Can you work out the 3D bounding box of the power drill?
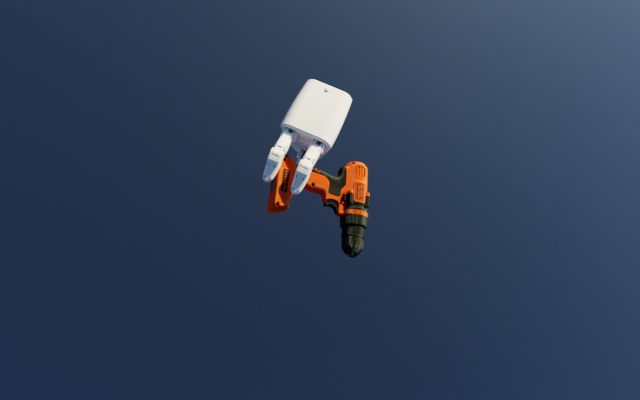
[{"bbox_3d":[0.000,0.002,0.871,0.187,0.184,0.057,12,-23,-20],"label":"power drill"}]
